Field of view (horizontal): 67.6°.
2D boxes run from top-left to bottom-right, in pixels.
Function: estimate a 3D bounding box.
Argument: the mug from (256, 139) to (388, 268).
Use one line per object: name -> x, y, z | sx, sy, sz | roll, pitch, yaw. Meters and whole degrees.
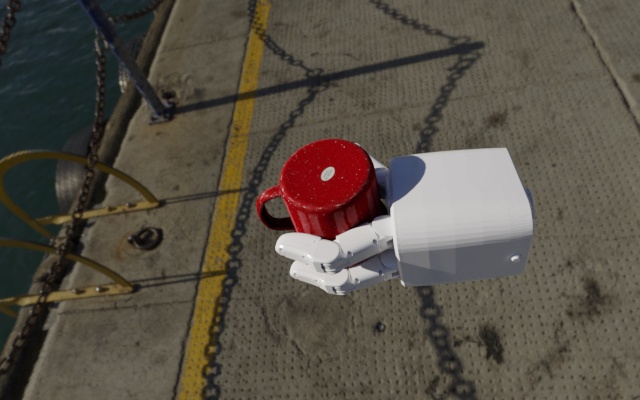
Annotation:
mug -> -0.001, 0.001, 0.426 | 0.117, 0.093, 0.082 | -6, -39, 10
